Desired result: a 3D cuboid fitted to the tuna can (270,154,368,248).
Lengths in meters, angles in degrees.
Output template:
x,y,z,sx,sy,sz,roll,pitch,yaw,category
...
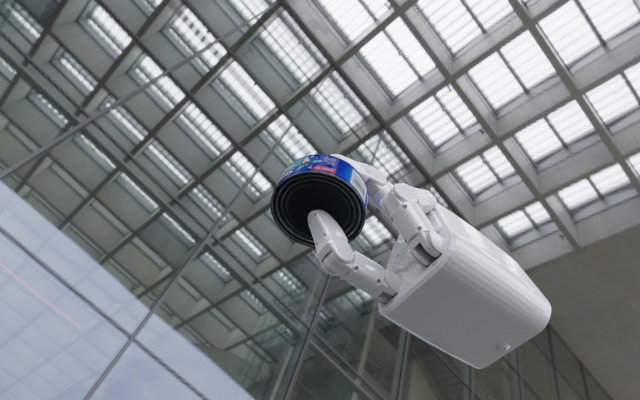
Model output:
x,y,z,sx,sy,sz,roll,pitch,yaw,category
0.000,0.001,0.433,0.086,0.086,0.033,0,36,13,tuna can
